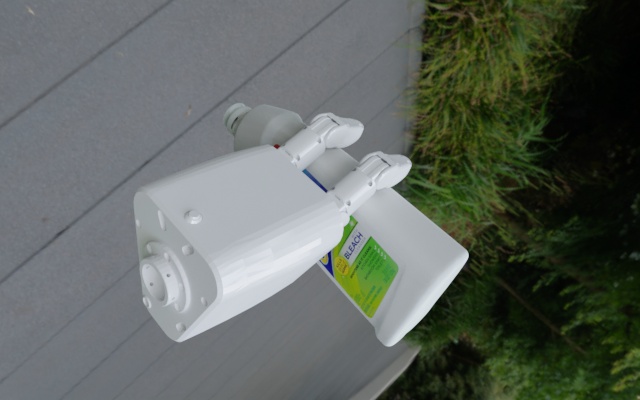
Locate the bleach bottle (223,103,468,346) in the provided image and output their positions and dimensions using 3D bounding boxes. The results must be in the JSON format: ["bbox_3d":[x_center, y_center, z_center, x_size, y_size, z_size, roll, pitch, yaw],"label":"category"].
[{"bbox_3d":[0.000,0.001,0.420,0.250,0.103,0.068,42,43,22],"label":"bleach bottle"}]
